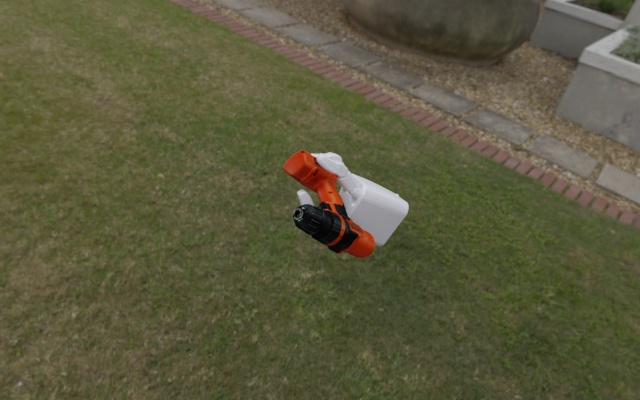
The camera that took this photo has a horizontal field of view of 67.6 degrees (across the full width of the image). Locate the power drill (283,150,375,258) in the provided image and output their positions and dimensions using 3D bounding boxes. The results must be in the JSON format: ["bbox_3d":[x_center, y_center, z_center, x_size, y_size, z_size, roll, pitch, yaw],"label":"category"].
[{"bbox_3d":[0.000,0.002,0.796,0.057,0.187,0.184,-39,-41,18],"label":"power drill"}]
